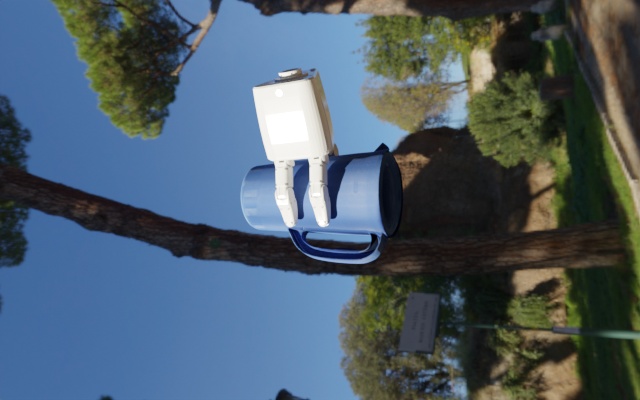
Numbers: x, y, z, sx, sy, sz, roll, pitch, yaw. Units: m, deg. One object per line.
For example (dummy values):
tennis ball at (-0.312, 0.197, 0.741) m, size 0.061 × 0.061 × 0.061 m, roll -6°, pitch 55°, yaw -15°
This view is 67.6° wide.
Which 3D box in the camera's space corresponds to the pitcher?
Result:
pitcher at (0.000, 0.002, 0.748) m, size 0.243 × 0.145 × 0.149 m, roll -2°, pitch 25°, yaw 24°
